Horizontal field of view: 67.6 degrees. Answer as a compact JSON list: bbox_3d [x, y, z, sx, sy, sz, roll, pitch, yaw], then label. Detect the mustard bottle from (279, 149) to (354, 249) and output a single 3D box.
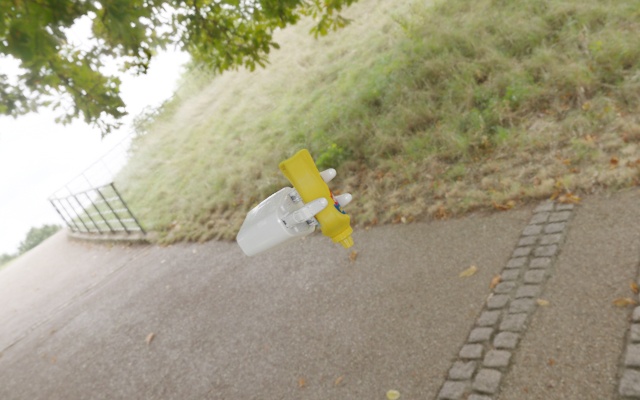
[{"bbox_3d":[0.000,0.002,0.845,0.058,0.191,0.096,-32,6,1],"label":"mustard bottle"}]
